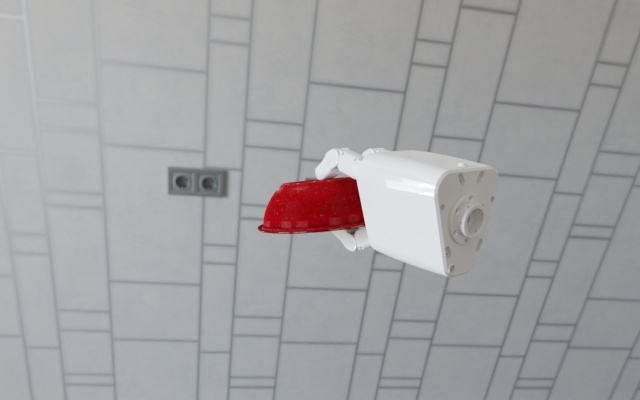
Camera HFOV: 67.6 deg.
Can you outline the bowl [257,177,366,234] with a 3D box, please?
[{"bbox_3d":[-0.001,0.002,0.593,0.162,0.055,0.162,-6,4,0],"label":"bowl"}]
